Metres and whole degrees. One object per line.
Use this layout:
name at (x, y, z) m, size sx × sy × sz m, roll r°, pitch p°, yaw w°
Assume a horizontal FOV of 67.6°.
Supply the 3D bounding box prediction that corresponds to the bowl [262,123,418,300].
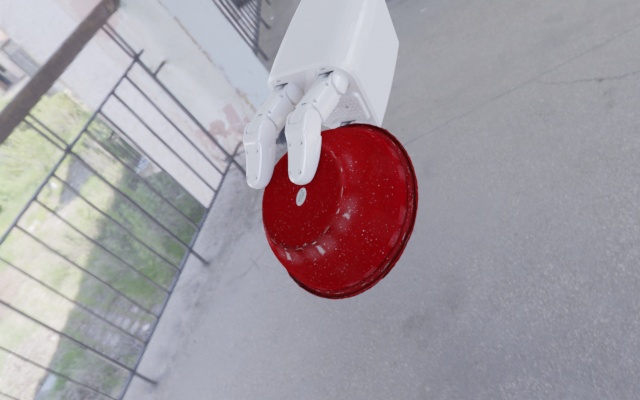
bowl at (0.000, 0.002, 0.410) m, size 0.162 × 0.162 × 0.055 m, roll 0°, pitch -13°, yaw 42°
